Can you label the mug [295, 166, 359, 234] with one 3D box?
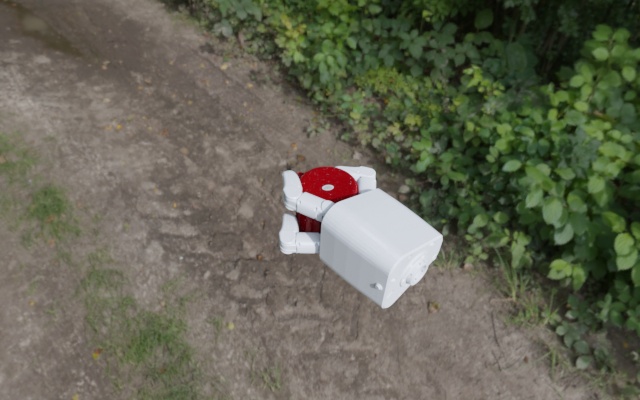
[{"bbox_3d":[-0.001,0.001,0.650,0.093,0.082,0.117,-31,54,-30],"label":"mug"}]
